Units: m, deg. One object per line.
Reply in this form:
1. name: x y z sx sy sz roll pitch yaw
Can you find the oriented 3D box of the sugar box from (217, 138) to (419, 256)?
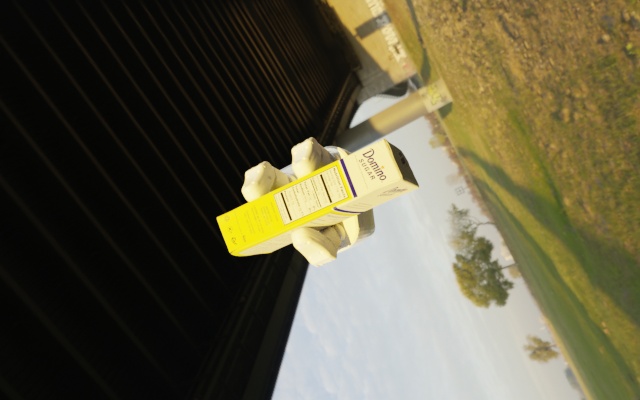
1. sugar box: 0.000 0.001 0.459 0.176 0.048 0.093 -27 -12 17
